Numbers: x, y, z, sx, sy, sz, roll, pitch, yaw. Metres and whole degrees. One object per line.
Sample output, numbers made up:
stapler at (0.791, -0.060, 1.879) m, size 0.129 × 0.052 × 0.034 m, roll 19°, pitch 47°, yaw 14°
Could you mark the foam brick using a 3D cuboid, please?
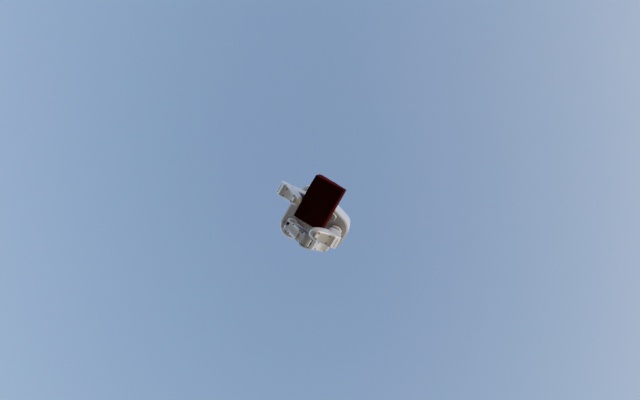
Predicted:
foam brick at (0.000, 0.002, 0.774) m, size 0.053 × 0.078 × 0.051 m, roll 31°, pitch 9°, yaw 5°
